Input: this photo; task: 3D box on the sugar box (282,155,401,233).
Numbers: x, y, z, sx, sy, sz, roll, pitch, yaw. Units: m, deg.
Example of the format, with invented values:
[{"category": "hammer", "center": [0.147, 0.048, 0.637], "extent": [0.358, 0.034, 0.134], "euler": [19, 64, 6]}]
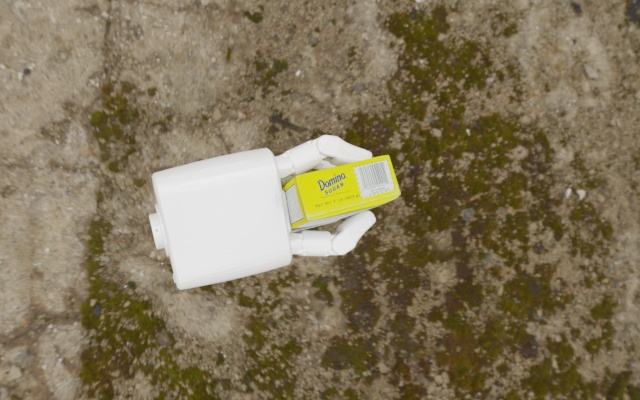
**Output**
[{"category": "sugar box", "center": [0.000, 0.001, 0.489], "extent": [0.093, 0.048, 0.176], "euler": [-13, -3, -19]}]
